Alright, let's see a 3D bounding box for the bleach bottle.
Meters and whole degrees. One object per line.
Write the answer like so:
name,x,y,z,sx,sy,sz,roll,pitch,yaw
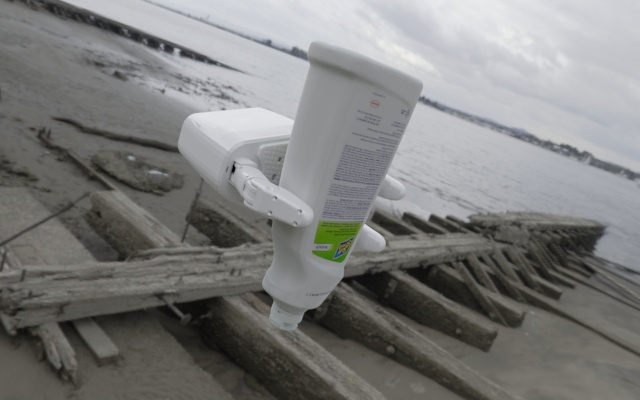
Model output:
bleach bottle,0.000,0.001,0.417,0.102,0.251,0.068,6,20,-43
